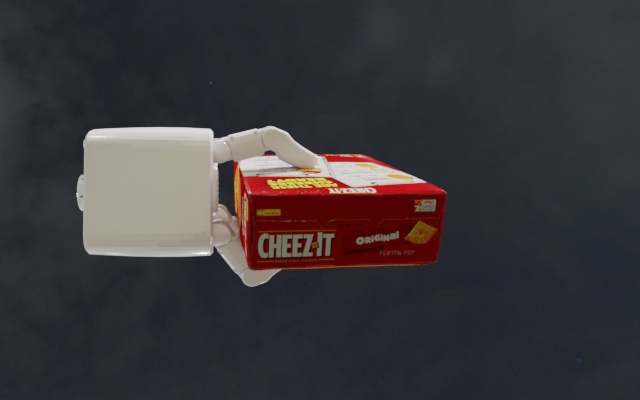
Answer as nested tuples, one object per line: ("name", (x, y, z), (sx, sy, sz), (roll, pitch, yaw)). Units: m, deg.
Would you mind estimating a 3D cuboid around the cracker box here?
("cracker box", (0.000, 0.001, 0.477), (0.164, 0.072, 0.213), (-1, 14, -13))
